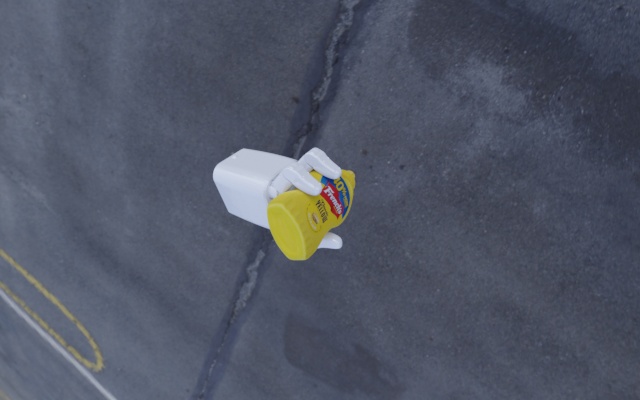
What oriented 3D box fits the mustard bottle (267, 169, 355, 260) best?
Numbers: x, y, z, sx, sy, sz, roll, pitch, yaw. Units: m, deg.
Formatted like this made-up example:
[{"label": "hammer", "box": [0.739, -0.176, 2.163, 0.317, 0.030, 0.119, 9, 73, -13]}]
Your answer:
[{"label": "mustard bottle", "box": [0.000, 0.003, 0.730, 0.058, 0.096, 0.191, -7, 23, 39]}]
